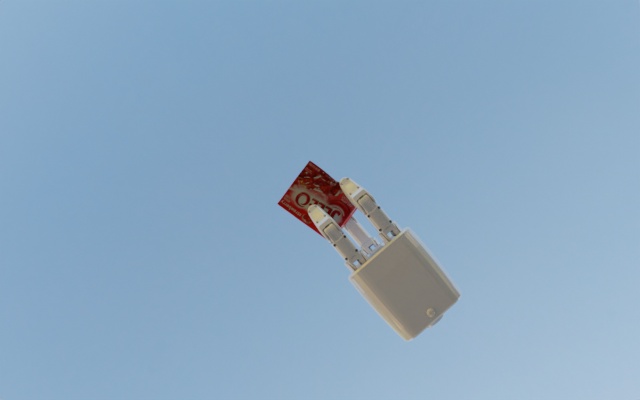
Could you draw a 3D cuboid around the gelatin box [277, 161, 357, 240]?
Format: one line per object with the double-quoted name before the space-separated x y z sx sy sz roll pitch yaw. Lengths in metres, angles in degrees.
"gelatin box" 0.000 0.002 0.636 0.089 0.073 0.030 36 -2 10
